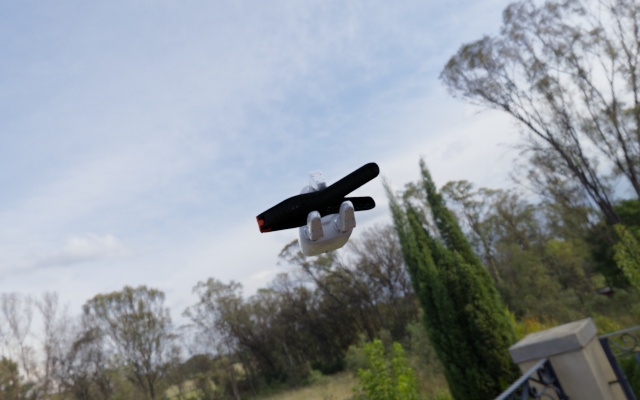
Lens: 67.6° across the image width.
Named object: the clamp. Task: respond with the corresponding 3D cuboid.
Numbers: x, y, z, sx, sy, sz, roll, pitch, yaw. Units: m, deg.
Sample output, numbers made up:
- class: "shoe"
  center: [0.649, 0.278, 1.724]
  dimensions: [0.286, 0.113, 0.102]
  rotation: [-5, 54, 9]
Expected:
- class: "clamp"
  center: [-0.001, 0.002, 0.761]
  dimensions: [0.210, 0.036, 0.165]
  rotation: [-16, -21, -9]
